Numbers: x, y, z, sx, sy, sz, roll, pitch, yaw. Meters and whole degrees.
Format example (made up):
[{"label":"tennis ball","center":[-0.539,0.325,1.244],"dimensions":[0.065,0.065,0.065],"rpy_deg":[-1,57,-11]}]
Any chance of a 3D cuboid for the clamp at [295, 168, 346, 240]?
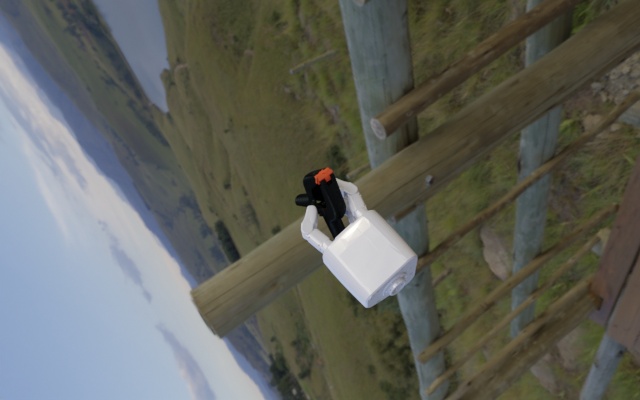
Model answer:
[{"label":"clamp","center":[0.000,0.003,0.831],"dimensions":[0.036,0.164,0.210],"rpy_deg":[-37,-30,-17]}]
